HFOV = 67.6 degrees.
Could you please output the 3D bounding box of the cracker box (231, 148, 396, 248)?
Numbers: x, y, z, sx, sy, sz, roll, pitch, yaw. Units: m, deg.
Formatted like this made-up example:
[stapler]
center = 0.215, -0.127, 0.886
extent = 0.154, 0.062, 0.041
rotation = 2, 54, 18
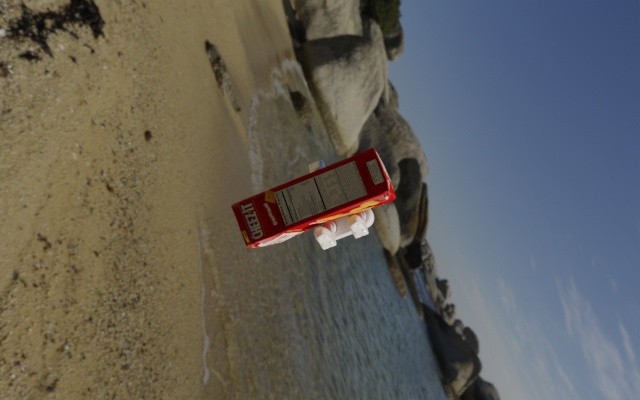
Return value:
[cracker box]
center = 0.000, 0.002, 0.712
extent = 0.214, 0.072, 0.164
rotation = -22, -6, 9
